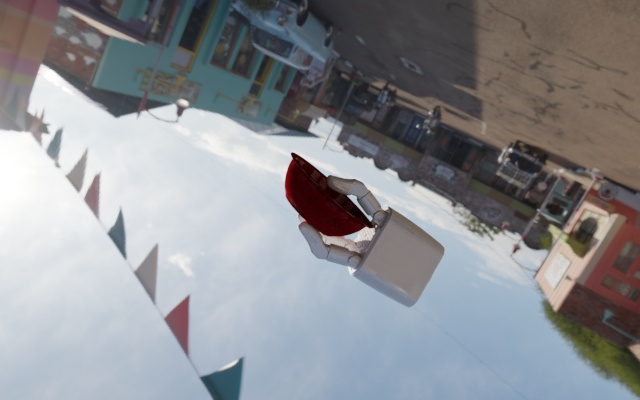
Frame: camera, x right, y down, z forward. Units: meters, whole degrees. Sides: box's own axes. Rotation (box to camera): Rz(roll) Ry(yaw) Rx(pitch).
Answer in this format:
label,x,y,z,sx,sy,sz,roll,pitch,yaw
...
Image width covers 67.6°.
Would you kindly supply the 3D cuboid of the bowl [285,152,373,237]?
label,x,y,z,sx,sy,sz,roll,pitch,yaw
bowl,-0.001,0.002,0.701,0.162,0.055,0.162,42,8,-7
